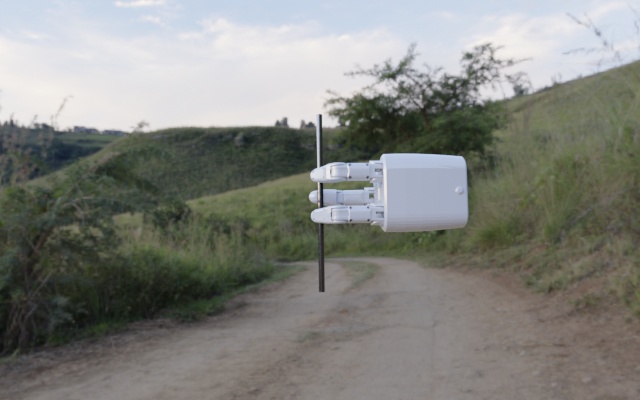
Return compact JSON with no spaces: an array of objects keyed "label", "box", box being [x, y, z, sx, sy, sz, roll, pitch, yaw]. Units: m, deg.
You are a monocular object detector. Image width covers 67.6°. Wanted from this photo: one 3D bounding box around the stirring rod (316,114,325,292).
[{"label":"stirring rod","box":[0.000,0.002,0.646,0.011,0.239,0.011,-1,-4,0]}]
